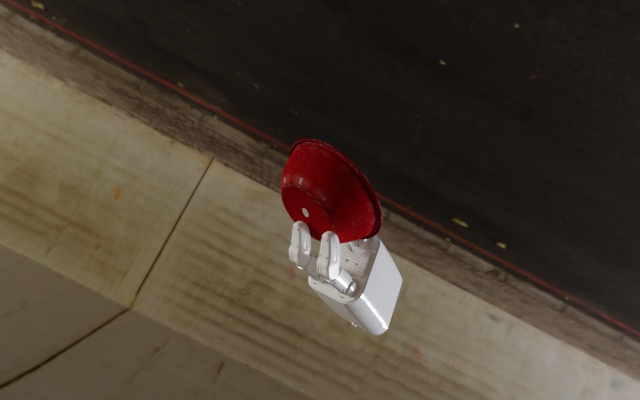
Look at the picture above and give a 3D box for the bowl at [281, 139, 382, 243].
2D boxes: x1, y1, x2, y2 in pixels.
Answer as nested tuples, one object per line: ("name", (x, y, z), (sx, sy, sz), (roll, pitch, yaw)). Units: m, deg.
("bowl", (-0.001, 0.001, 0.620), (0.055, 0.162, 0.162), (-41, 22, -28))
